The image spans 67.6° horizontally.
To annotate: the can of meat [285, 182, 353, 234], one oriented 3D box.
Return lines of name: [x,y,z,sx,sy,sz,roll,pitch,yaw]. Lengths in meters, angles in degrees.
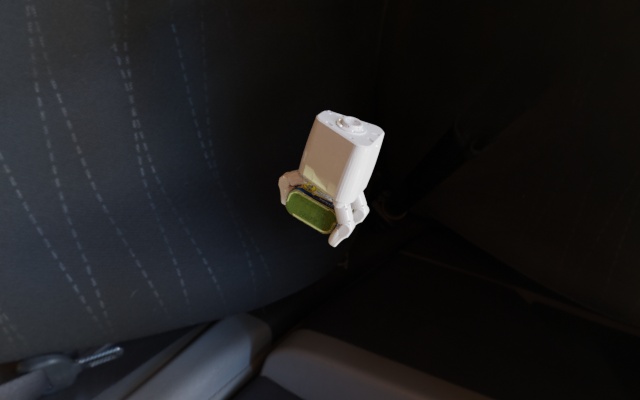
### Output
can of meat: [0.000,0.003,0.834,0.102,0.057,0.084,29,35,11]
